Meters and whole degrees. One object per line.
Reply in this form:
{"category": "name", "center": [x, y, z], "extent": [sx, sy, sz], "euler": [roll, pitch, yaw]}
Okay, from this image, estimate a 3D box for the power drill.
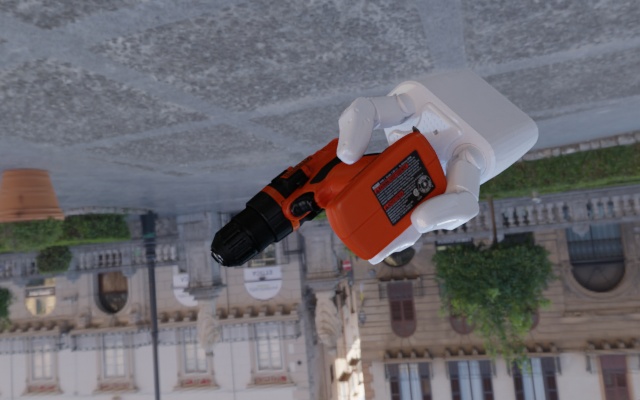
{"category": "power drill", "center": [0.001, 0.001, 0.415], "extent": [0.184, 0.057, 0.187], "euler": [-41, 20, -21]}
